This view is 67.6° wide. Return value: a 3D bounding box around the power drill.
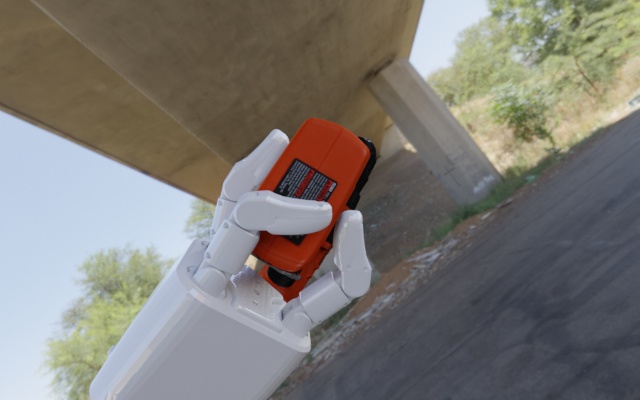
[{"bbox_3d":[0.000,0.001,0.407,0.057,0.184,0.188,28,-10,9],"label":"power drill"}]
